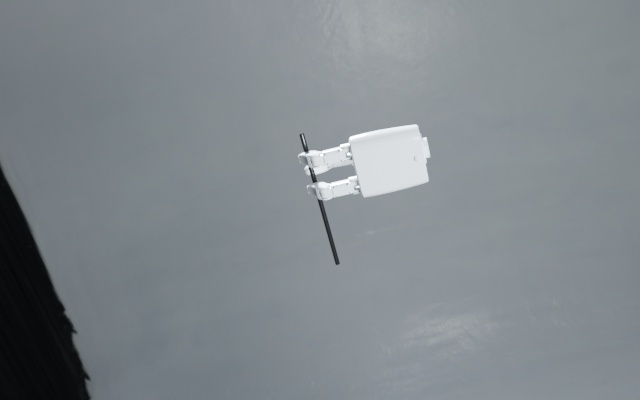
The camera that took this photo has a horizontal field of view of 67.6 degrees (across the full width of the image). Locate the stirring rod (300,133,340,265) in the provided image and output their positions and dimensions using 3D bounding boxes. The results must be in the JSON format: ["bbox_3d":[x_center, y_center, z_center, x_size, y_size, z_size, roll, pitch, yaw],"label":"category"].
[{"bbox_3d":[0.000,0.003,0.810,0.011,0.240,0.011,-14,19,5],"label":"stirring rod"}]
